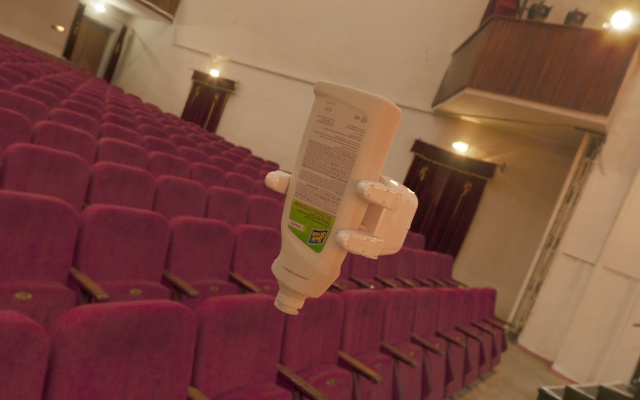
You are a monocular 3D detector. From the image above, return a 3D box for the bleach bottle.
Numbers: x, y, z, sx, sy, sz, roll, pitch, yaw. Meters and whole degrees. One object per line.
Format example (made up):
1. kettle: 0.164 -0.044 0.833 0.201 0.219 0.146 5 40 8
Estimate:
1. bleach bottle: 0.000 0.002 0.530 0.102 0.251 0.068 23 5 31
